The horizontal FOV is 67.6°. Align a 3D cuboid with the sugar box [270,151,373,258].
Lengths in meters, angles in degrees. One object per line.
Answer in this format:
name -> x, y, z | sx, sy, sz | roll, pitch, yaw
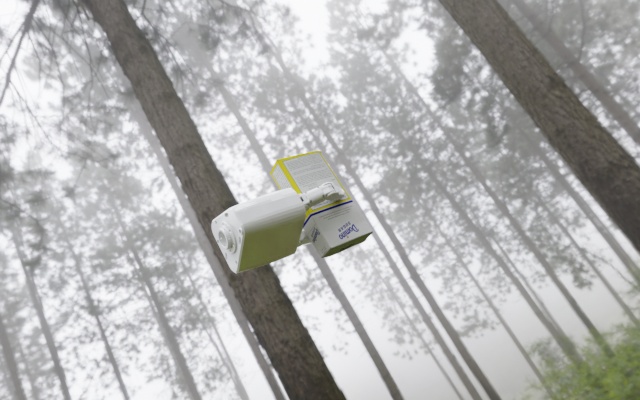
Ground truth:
sugar box -> 0.000, 0.003, 0.789 | 0.093, 0.176, 0.048 | -17, -22, -35
